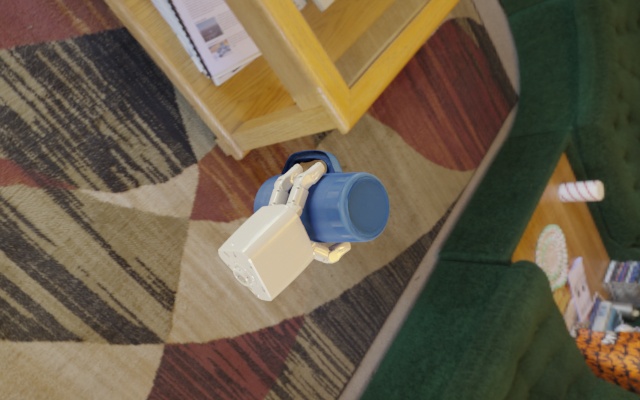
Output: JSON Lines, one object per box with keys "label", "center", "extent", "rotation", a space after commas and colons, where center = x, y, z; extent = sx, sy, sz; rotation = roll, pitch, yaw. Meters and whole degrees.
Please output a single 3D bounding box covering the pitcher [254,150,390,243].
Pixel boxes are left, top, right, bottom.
{"label": "pitcher", "center": [0.000, 0.003, 0.825], "extent": [0.243, 0.149, 0.145], "rotation": [-3, 35, 52]}
